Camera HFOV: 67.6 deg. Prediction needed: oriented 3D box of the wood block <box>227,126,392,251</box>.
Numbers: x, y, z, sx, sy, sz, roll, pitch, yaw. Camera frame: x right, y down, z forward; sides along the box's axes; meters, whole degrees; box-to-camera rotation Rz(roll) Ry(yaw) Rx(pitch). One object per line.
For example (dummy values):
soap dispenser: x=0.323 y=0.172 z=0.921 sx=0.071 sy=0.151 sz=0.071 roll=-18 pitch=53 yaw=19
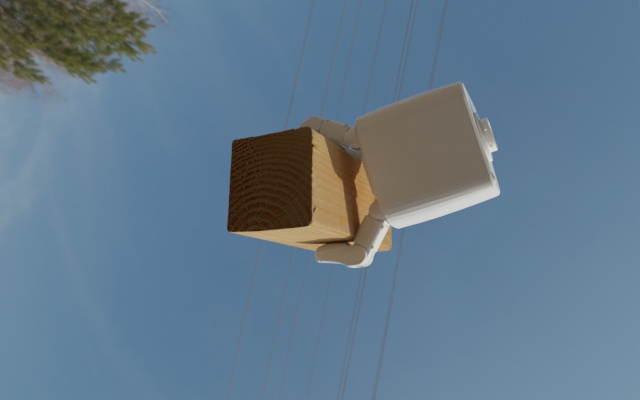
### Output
wood block: x=0.000 y=0.002 z=0.512 sx=0.090 sy=0.090 sz=0.206 roll=-6 pitch=-14 yaw=27
